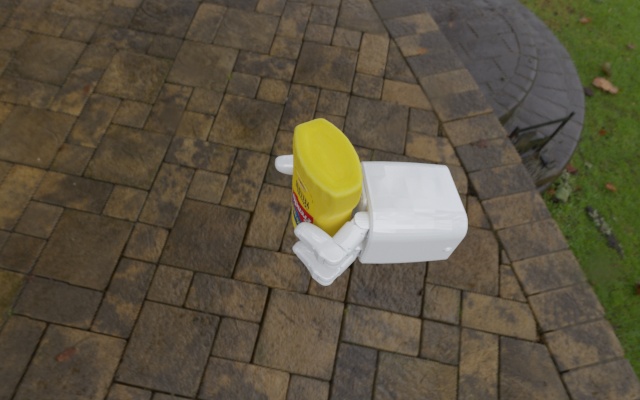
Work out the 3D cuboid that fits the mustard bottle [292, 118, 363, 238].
[{"bbox_3d":[0.000,0.002,0.542,0.058,0.096,0.192,-22,-25,-16],"label":"mustard bottle"}]
